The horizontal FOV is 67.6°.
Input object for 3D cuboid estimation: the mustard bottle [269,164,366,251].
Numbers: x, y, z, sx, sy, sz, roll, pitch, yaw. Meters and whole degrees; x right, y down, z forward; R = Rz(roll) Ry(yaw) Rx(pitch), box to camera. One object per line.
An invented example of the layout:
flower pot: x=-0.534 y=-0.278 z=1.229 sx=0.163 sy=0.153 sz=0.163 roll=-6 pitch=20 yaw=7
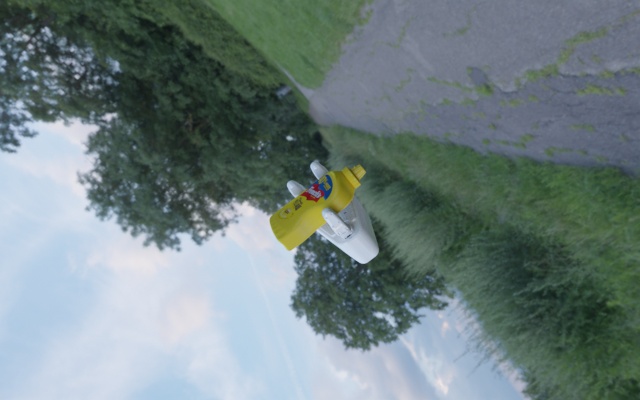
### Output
mustard bottle: x=0.000 y=0.003 z=0.843 sx=0.191 sy=0.058 sz=0.096 roll=-38 pitch=26 yaw=5
